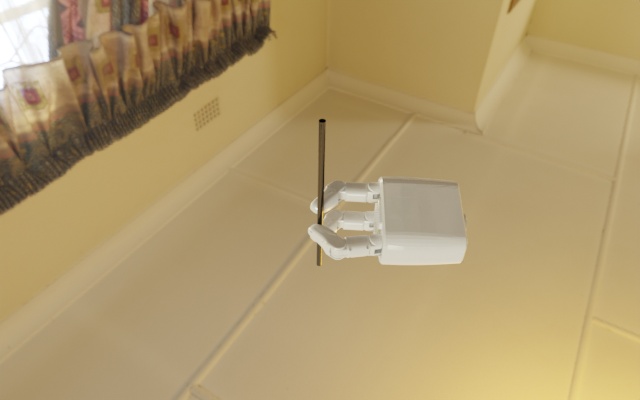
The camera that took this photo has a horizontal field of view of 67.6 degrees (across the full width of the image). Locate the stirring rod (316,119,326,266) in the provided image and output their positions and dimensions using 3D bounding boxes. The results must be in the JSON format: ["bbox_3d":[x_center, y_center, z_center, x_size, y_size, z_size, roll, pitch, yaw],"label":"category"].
[{"bbox_3d":[0.000,0.002,0.601,0.011,0.240,0.011,1,43,-1],"label":"stirring rod"}]
